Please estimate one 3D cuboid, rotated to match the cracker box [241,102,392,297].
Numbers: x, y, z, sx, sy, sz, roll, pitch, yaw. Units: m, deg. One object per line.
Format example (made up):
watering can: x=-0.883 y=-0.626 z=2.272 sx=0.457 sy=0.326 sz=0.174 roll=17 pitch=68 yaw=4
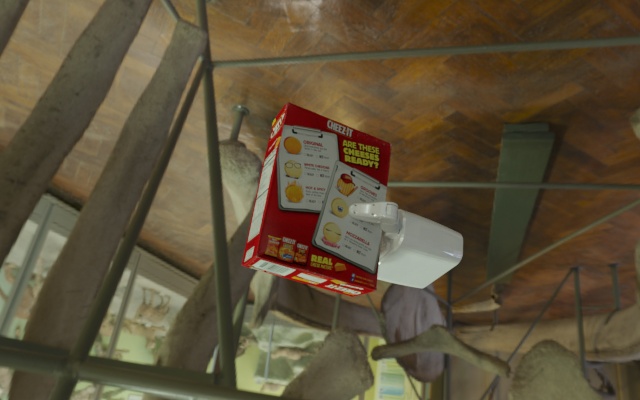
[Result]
cracker box: x=0.000 y=0.002 z=0.628 sx=0.164 sy=0.213 sz=0.072 roll=19 pitch=-26 yaw=-21
